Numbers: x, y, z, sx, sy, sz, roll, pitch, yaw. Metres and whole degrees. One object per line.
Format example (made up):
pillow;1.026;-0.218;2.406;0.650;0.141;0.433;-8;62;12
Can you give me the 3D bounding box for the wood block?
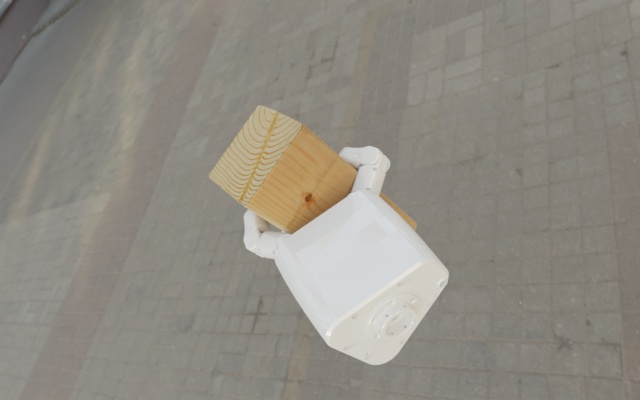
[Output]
wood block;0.000;0.001;0.508;0.206;0.091;0.090;37;-3;-40
